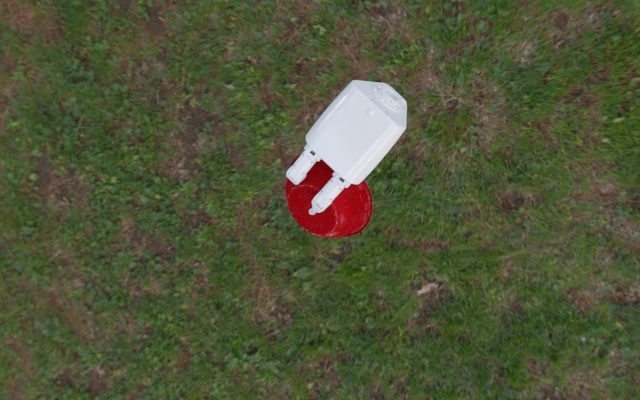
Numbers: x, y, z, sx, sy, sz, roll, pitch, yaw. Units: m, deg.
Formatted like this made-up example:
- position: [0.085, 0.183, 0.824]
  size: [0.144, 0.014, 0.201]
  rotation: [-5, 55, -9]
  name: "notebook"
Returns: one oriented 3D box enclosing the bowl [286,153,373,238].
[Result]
- position: [0.000, 0.004, 0.764]
  size: [0.162, 0.162, 0.055]
  rotation: [0, 29, 36]
  name: "bowl"
